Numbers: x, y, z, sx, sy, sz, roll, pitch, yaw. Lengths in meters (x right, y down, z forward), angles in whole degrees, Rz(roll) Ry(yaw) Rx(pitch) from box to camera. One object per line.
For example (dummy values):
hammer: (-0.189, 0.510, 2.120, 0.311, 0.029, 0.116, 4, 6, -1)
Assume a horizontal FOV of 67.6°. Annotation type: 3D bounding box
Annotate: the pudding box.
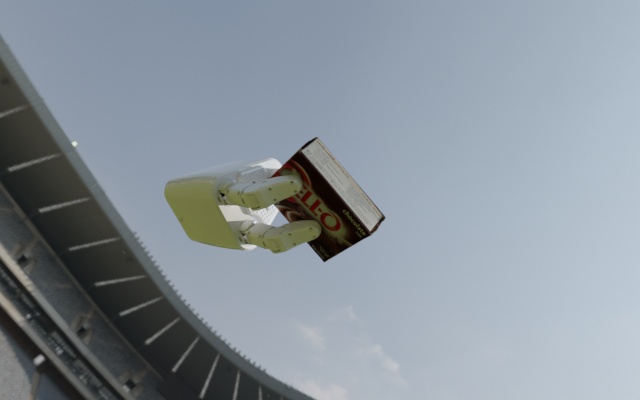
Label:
pudding box: (0.000, 0.002, 0.507, 0.039, 0.113, 0.090, -46, 5, -40)
